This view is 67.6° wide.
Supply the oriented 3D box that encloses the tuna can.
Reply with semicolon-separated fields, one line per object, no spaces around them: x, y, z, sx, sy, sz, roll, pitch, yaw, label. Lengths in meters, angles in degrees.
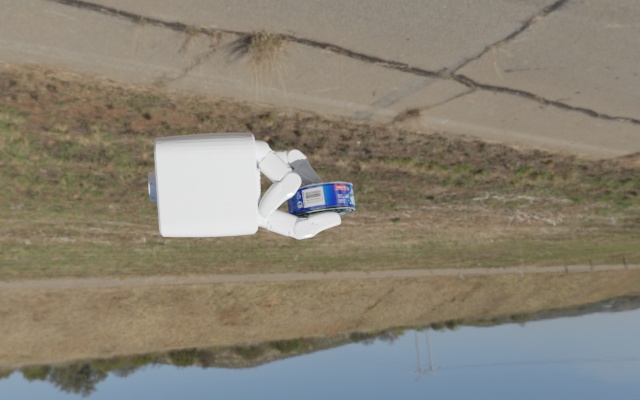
0.000;0.003;0.599;0.086;0.033;0.086;-8;-10;-1;tuna can
